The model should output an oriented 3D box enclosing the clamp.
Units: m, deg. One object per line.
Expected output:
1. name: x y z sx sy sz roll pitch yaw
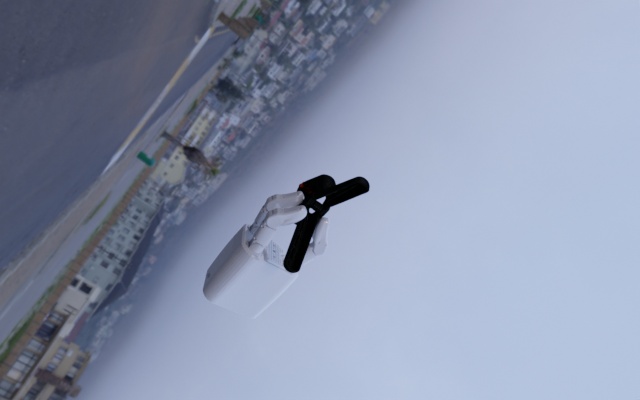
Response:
1. clamp: 0.001 0.003 0.724 0.036 0.164 0.210 40 14 -18
